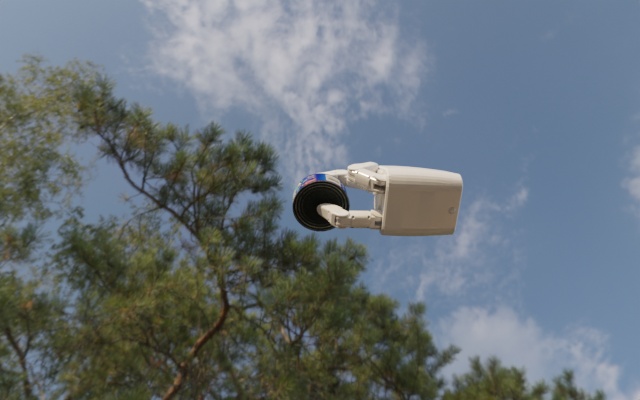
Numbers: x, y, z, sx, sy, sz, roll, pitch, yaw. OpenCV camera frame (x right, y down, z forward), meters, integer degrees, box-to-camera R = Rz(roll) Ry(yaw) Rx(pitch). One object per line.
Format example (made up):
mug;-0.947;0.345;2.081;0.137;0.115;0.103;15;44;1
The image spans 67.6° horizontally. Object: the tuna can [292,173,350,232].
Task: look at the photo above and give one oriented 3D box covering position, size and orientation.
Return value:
tuna can;0.000;0.002;0.727;0.086;0.086;0.033;0;27;-4
